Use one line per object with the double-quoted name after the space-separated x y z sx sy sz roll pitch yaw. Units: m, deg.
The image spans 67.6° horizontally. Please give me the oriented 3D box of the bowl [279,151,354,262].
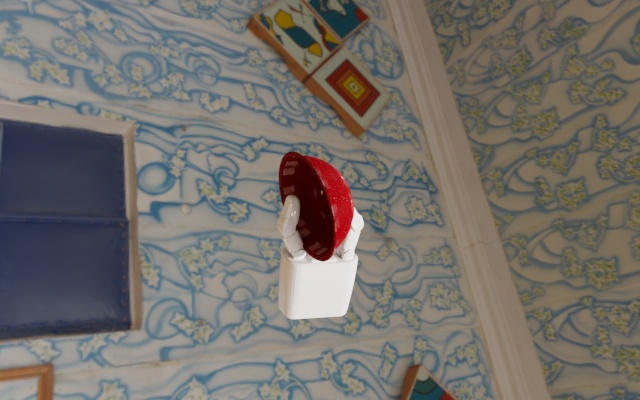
0.001 0.001 0.680 0.055 0.162 0.162 -19 8 -25 "bowl"
